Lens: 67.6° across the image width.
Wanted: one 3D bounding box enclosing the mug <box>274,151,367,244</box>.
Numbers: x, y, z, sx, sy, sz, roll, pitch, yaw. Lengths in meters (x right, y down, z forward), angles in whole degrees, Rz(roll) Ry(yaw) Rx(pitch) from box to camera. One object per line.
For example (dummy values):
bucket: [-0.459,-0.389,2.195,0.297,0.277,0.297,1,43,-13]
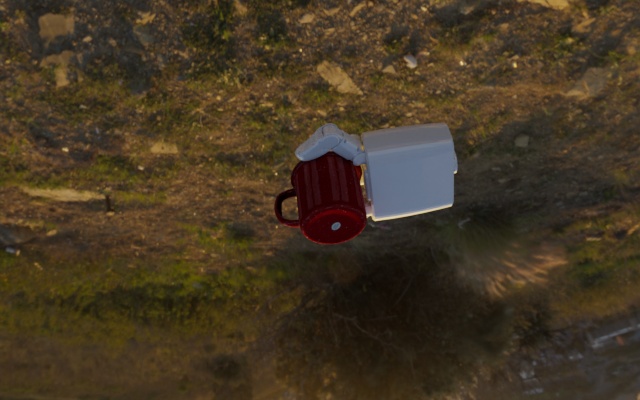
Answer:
mug: [-0.001,0.002,0.591,0.117,0.081,0.093,-10,-39,3]
